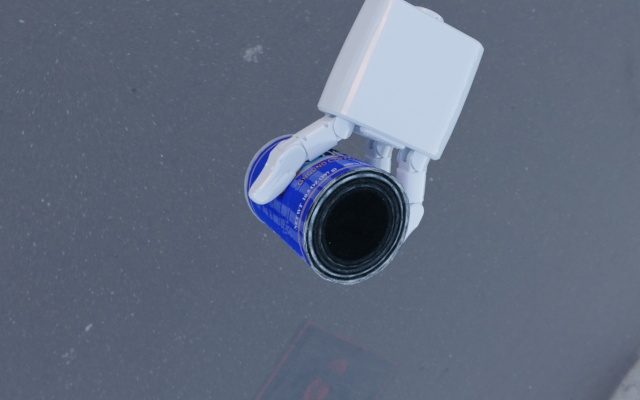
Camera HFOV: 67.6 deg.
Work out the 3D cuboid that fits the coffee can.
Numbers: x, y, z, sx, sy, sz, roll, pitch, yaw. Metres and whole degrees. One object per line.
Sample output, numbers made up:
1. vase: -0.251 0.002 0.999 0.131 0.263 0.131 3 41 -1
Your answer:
1. coffee can: 0.000 0.002 0.447 0.103 0.103 0.140 0 18 -29
